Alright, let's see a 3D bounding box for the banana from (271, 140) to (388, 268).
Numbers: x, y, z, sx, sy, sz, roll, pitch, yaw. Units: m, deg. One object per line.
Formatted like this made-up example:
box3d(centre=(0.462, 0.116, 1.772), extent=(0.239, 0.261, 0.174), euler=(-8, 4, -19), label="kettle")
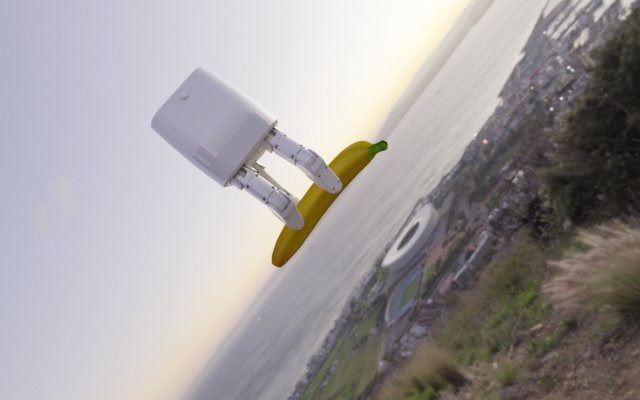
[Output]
box3d(centre=(0.002, -0.005, 0.581), extent=(0.037, 0.198, 0.069), euler=(38, 10, -7), label="banana")
